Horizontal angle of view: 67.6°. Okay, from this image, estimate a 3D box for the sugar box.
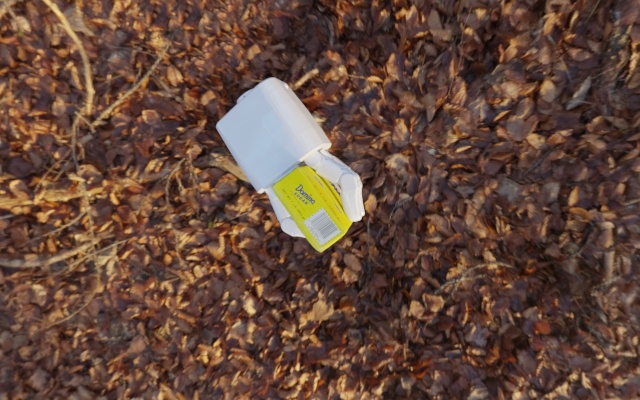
[{"bbox_3d":[0.000,0.002,0.609,0.048,0.093,0.176,-35,0,13],"label":"sugar box"}]
